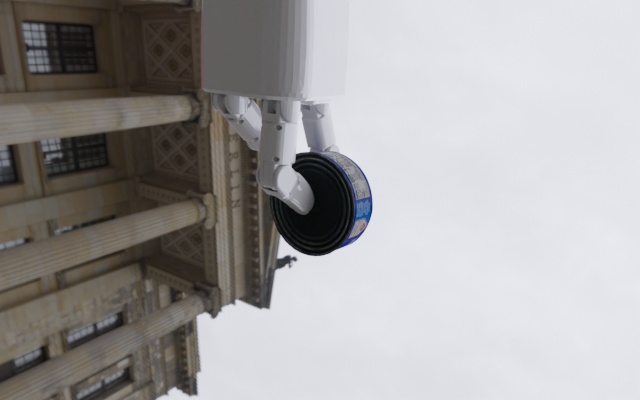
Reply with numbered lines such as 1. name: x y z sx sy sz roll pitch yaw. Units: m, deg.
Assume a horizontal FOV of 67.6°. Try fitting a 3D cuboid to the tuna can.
1. tuna can: 0.000 0.001 0.401 0.086 0.086 0.034 0 8 36
